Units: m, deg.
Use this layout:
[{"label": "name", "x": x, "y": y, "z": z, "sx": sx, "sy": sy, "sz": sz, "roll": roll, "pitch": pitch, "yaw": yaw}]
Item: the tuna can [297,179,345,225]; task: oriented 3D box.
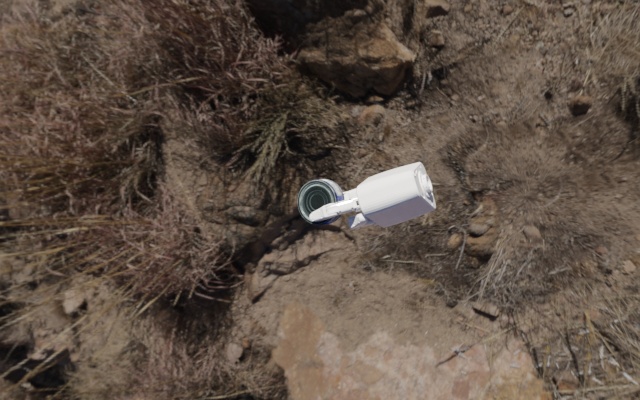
[{"label": "tuna can", "x": 0.000, "y": 0.003, "z": 0.892, "sx": 0.086, "sy": 0.086, "sz": 0.034, "roll": 0, "pitch": 2, "yaw": 29}]
